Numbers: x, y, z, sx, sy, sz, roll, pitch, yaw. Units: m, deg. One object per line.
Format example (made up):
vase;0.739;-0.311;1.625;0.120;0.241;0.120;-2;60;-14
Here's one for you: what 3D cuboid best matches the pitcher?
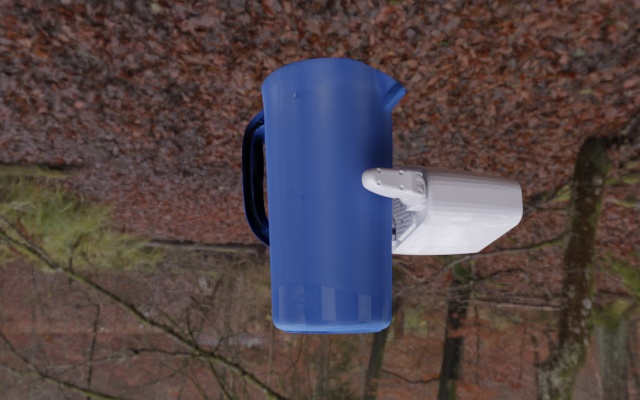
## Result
pitcher;0.000;0.002;0.465;0.145;0.242;0.149;3;-13;-14
